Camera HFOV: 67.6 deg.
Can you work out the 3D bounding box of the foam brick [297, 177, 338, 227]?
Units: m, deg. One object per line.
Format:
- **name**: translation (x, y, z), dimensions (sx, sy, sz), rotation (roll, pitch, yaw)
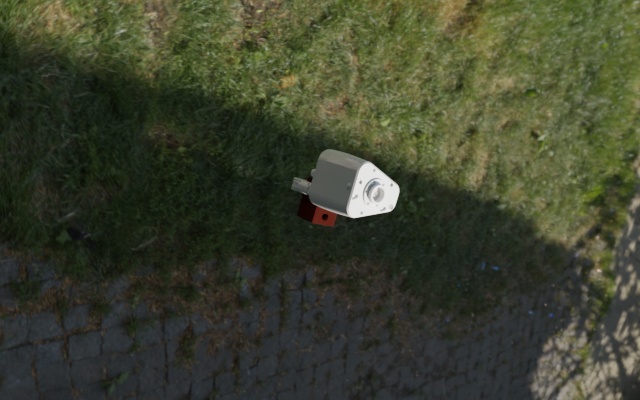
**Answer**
- **foam brick**: translation (0.000, 0.003, 0.872), dimensions (0.053, 0.078, 0.051), rotation (12, 6, -39)
